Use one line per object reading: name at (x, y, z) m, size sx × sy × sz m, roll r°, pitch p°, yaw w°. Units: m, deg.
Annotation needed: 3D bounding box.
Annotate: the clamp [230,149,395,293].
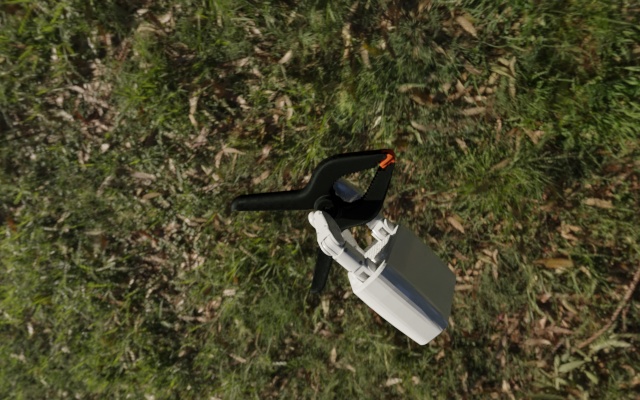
clamp at (0.001, 0.002, 0.585) m, size 0.164 × 0.210 × 0.036 m, roll 41°, pitch 22°, yaw -8°
